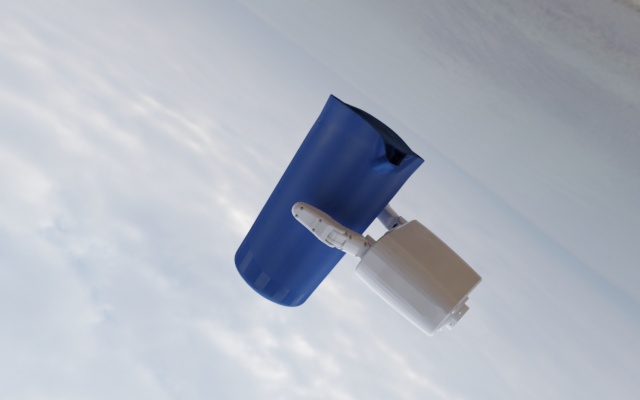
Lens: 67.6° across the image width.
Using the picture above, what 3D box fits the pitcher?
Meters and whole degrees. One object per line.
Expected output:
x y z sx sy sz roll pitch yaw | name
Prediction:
0.000 0.002 0.585 0.145 0.243 0.149 41 13 20 | pitcher
